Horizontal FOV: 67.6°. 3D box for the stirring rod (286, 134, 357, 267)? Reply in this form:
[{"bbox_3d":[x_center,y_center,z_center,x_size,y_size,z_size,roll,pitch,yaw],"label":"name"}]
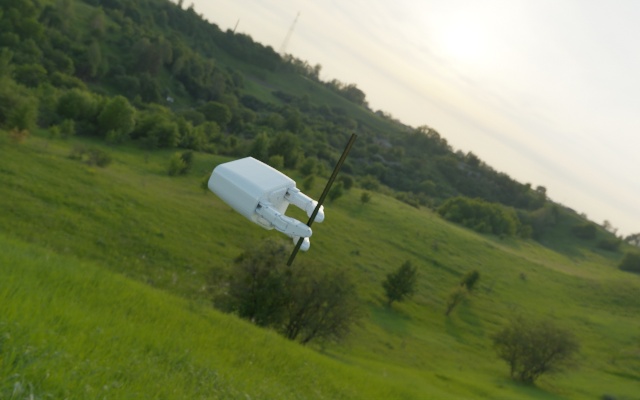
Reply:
[{"bbox_3d":[0.000,0.003,0.765,0.011,0.239,0.011,26,12,-6],"label":"stirring rod"}]
